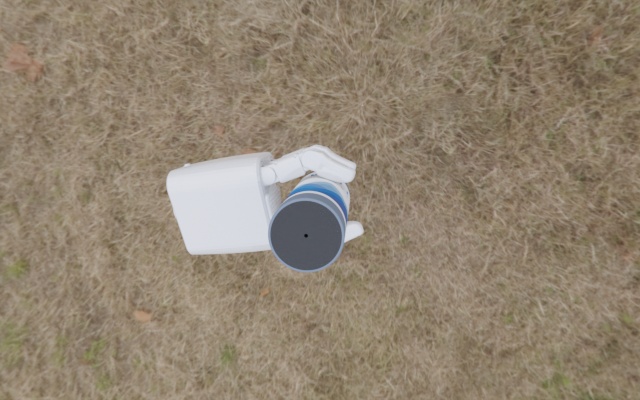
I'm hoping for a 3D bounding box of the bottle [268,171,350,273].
[{"bbox_3d":[0.000,0.002,0.551,0.069,0.069,0.295,0,11,5],"label":"bottle"}]
